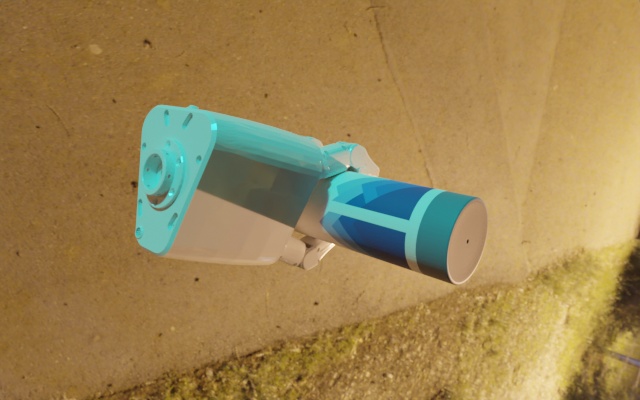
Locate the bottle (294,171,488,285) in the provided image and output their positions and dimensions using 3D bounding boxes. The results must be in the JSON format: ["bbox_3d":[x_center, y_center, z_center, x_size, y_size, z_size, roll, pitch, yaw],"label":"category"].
[{"bbox_3d":[0.000,0.002,0.444,0.295,0.069,0.069,15,10,40],"label":"bottle"}]
